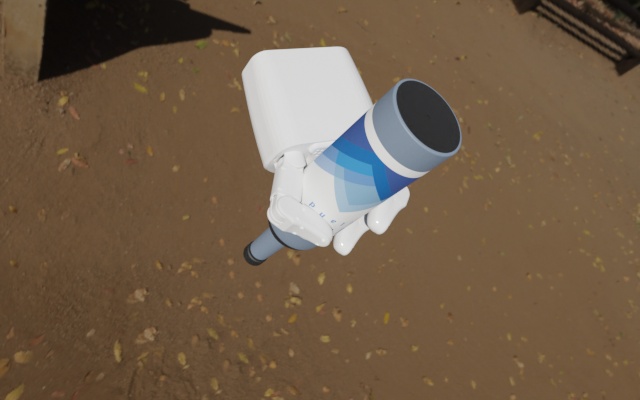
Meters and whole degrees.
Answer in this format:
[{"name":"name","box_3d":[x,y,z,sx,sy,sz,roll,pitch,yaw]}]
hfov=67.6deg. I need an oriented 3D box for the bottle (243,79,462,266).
[{"name":"bottle","box_3d":[0.000,0.001,0.453,0.069,0.069,0.296,0,-25,-36]}]
